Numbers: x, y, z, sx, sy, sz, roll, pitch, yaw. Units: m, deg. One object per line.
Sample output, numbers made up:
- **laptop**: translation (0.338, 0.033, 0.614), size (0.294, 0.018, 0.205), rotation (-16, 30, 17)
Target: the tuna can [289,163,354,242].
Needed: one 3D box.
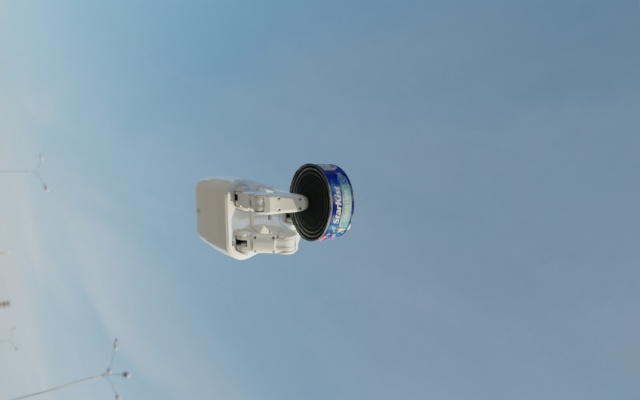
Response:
- **tuna can**: translation (0.001, 0.002, 0.532), size (0.034, 0.086, 0.086), rotation (-2, 1, -33)
